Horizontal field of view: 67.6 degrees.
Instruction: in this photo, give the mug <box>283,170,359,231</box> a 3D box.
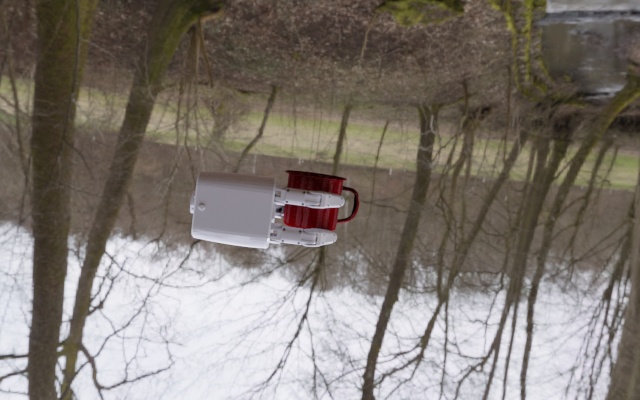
[{"bbox_3d":[0.002,0.003,0.722,0.117,0.081,0.093,7,6,-5],"label":"mug"}]
